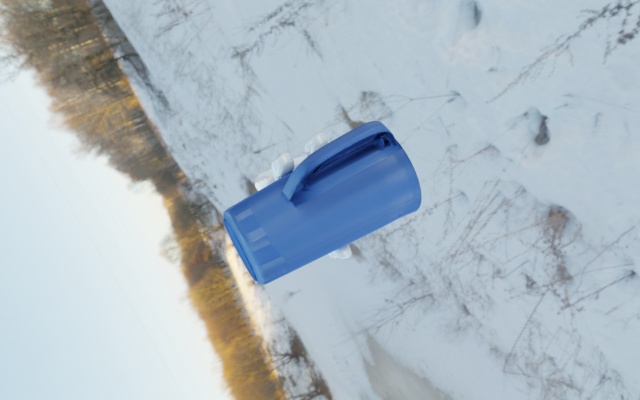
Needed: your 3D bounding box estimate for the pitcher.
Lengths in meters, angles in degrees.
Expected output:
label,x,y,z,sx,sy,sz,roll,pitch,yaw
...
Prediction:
label,x,y,z,sx,sy,sz,roll,pitch,yaw
pitcher,0.000,0.002,0.625,0.243,0.149,0.145,-28,14,-15
